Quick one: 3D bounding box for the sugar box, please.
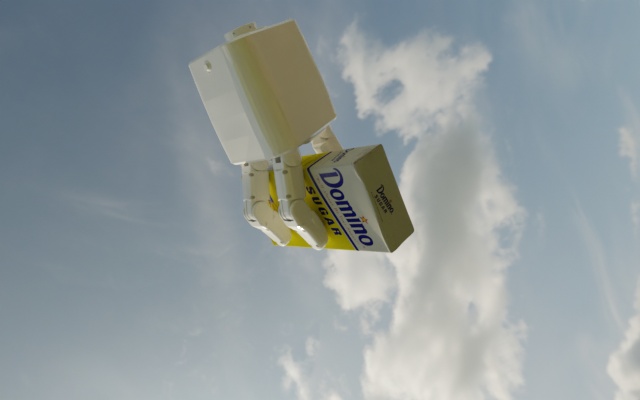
[{"bbox_3d":[0.000,0.002,0.480,0.048,0.093,0.176,-37,21,-34],"label":"sugar box"}]
